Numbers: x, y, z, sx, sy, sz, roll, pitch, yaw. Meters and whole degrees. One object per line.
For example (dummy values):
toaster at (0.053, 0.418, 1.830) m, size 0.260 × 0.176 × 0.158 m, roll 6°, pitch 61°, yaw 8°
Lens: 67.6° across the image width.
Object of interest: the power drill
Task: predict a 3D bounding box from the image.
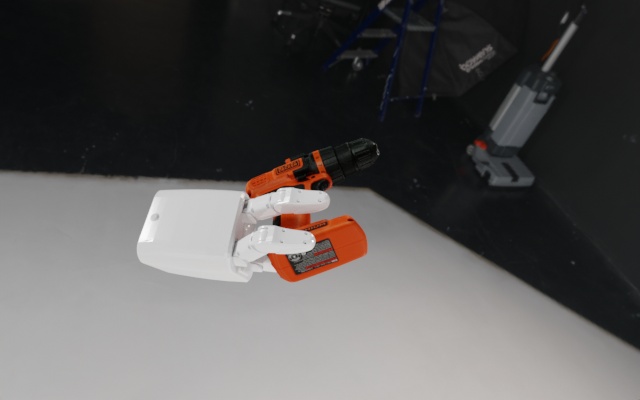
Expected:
power drill at (0.000, 0.002, 0.577) m, size 0.184 × 0.057 × 0.187 m, roll -23°, pitch 33°, yaw 5°
